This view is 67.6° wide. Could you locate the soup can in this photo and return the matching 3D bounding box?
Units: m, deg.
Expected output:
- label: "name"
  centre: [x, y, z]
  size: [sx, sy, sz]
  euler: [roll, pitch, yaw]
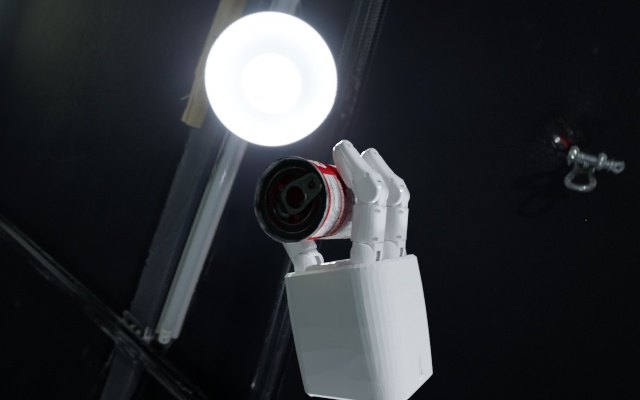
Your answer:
- label: "soup can"
  centre: [0.000, 0.001, 0.413]
  size: [0.068, 0.068, 0.102]
  euler: [0, -2, 29]
